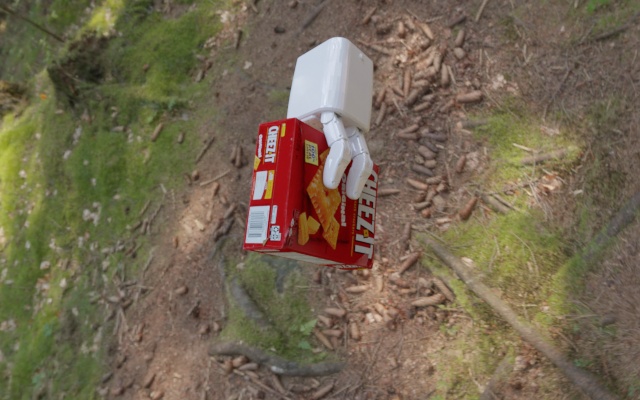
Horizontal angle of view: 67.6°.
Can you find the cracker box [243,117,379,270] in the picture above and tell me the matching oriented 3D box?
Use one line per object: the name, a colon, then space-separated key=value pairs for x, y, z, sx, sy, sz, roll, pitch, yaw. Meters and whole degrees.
cracker box: x=0.000 y=0.002 z=0.656 sx=0.072 sy=0.164 sz=0.214 roll=-3 pitch=-15 yaw=36
